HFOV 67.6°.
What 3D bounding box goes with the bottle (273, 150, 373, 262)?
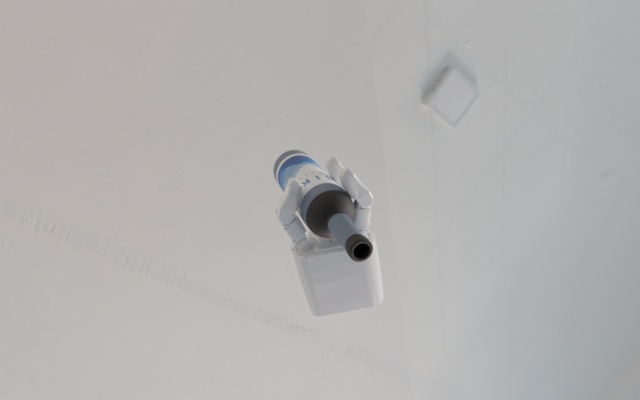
[{"bbox_3d":[0.000,0.002,0.637,0.069,0.069,0.295,0,21,-18],"label":"bottle"}]
